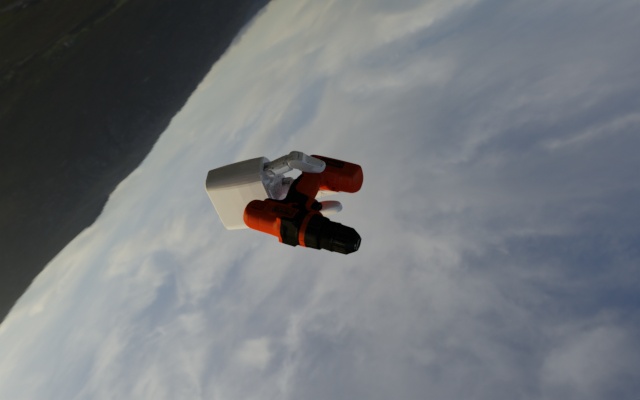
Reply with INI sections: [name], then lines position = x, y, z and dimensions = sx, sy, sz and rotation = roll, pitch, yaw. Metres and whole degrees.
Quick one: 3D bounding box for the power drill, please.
[power drill]
position = 0.000, 0.002, 0.743
dimensions = 0.184, 0.057, 0.187
rotation = 16, 37, 20
